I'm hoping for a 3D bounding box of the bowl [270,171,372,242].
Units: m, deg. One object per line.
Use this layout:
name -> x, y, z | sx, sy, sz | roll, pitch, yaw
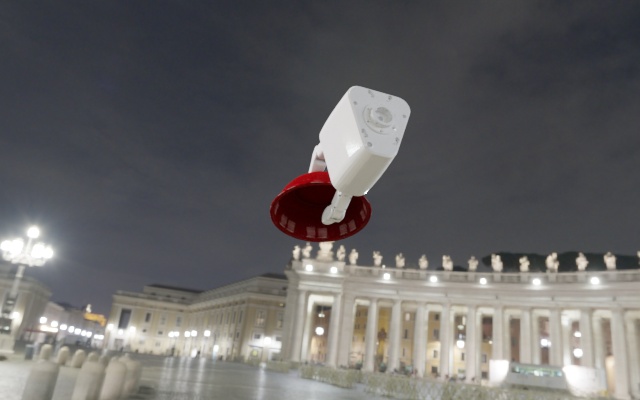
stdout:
bowl -> -0.001, 0.003, 0.776 | 0.162, 0.055, 0.162 | 0, -38, 0
